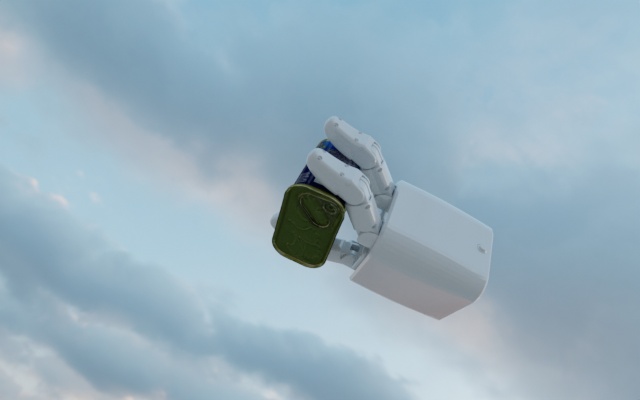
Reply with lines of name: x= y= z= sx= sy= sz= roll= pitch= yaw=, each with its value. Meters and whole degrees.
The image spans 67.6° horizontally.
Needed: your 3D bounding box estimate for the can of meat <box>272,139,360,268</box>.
can of meat: x=0.000 y=0.001 z=0.469 sx=0.057 sy=0.102 sz=0.084 roll=24 pitch=45 yaw=4
